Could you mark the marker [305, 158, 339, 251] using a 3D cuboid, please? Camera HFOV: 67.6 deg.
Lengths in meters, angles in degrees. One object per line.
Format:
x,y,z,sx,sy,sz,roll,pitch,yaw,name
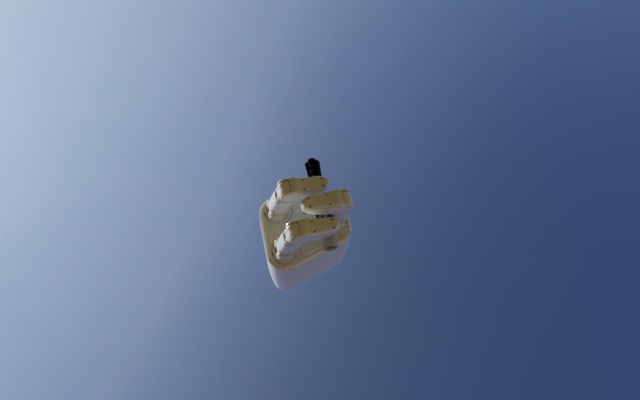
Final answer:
0.000,0.002,0.571,0.020,0.121,0.020,-10,-26,-5,marker
